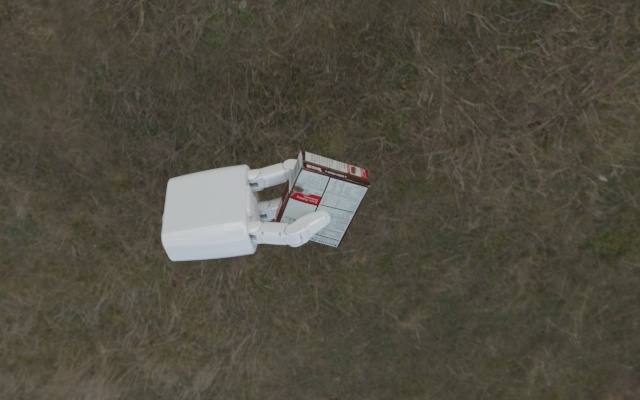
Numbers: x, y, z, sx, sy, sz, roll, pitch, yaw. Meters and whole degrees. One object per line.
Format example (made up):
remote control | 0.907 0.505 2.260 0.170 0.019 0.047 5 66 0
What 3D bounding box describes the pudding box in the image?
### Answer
pudding box | 0.000 0.002 0.599 0.090 0.114 0.039 15 38 -13
